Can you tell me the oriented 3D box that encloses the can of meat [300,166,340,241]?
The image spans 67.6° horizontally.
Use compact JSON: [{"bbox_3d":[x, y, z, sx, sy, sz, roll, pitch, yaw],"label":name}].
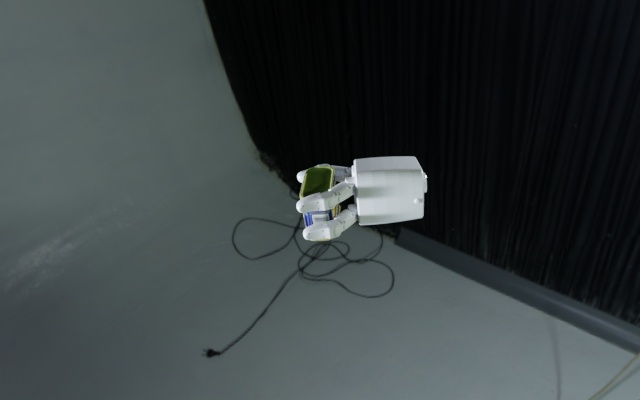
[{"bbox_3d":[0.000,0.002,0.799,0.057,0.084,0.102,-2,37,8],"label":"can of meat"}]
